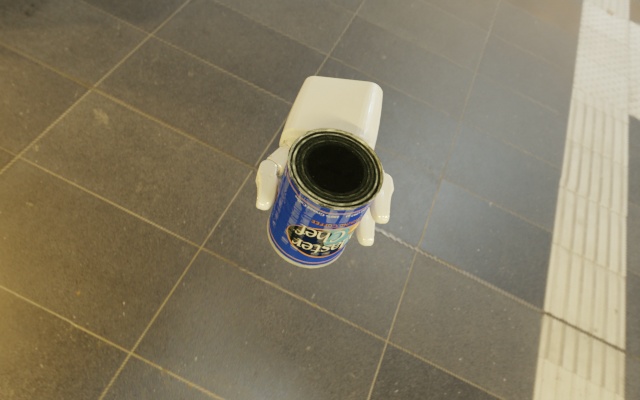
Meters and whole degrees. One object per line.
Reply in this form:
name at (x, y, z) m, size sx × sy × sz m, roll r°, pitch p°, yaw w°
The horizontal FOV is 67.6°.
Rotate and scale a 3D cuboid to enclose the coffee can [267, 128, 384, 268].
coffee can at (0.000, 0.002, 0.544) m, size 0.103 × 0.102 × 0.140 m, roll 0°, pitch -32°, yaw -16°
